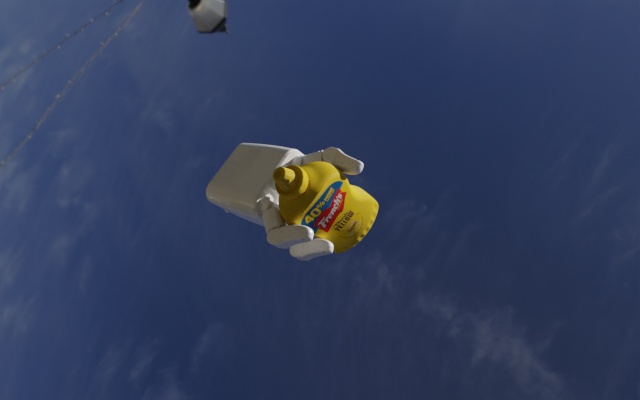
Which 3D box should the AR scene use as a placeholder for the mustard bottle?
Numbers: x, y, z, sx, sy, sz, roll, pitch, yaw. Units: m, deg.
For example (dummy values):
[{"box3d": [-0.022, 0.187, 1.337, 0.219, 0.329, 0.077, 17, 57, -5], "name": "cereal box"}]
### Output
[{"box3d": [0.000, 0.002, 0.621, 0.058, 0.096, 0.192, 44, 6, 38], "name": "mustard bottle"}]
